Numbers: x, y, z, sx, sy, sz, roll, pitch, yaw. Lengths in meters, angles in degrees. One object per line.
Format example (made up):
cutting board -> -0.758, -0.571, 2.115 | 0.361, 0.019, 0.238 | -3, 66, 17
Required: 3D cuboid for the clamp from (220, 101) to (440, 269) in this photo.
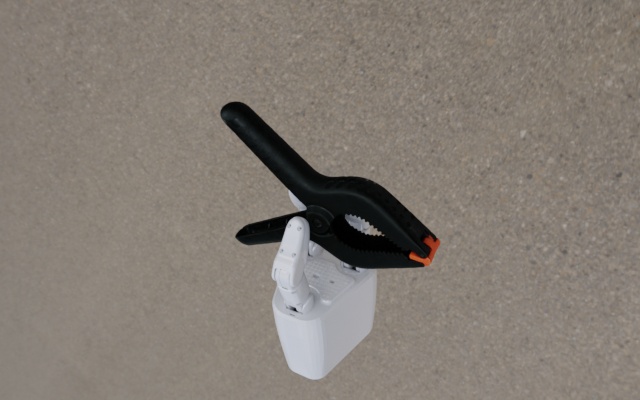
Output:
clamp -> 0.000, 0.002, 0.418 | 0.210, 0.165, 0.036 | 15, 44, 24
